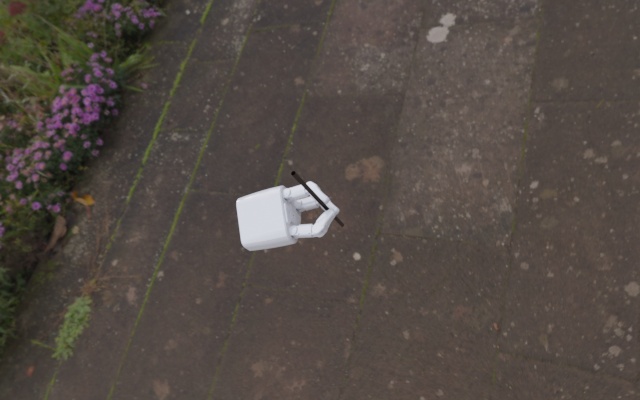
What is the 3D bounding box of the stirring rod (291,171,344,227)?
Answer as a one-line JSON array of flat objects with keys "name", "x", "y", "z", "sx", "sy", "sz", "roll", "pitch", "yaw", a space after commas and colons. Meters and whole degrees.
[{"name": "stirring rod", "x": 0.000, "y": 0.003, "z": 0.900, "sx": 0.011, "sy": 0.011, "sz": 0.240, "roll": 0, "pitch": -24, "yaw": 25}]
